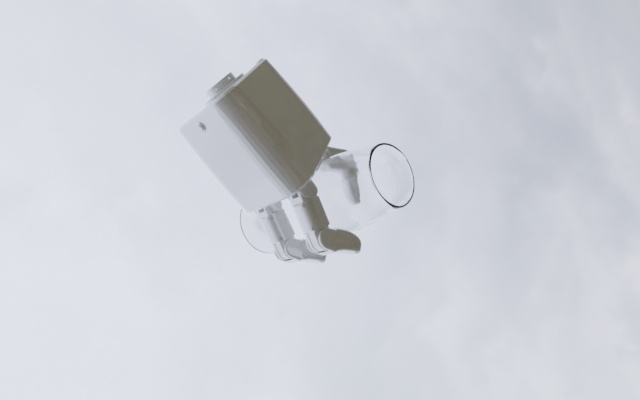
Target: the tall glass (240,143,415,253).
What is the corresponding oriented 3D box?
[{"bbox_3d":[0.000,0.002,0.501,0.079,0.079,0.201,0,-14,-43],"label":"tall glass"}]
